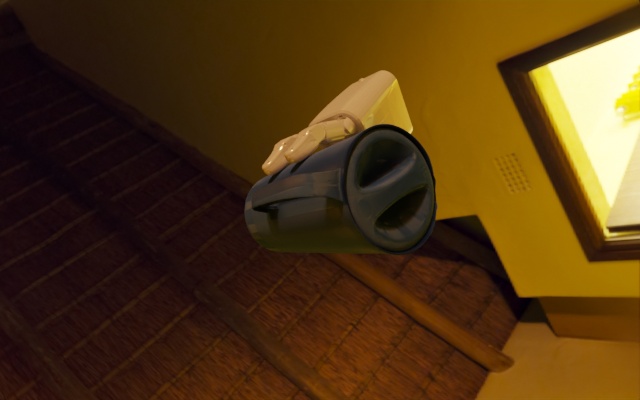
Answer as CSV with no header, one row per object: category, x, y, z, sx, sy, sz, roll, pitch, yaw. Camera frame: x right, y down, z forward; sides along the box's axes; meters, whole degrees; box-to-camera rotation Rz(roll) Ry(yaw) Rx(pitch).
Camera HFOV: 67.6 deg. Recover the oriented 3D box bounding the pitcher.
pitcher,0.000,0.002,0.565,0.243,0.149,0.145,-13,34,53
